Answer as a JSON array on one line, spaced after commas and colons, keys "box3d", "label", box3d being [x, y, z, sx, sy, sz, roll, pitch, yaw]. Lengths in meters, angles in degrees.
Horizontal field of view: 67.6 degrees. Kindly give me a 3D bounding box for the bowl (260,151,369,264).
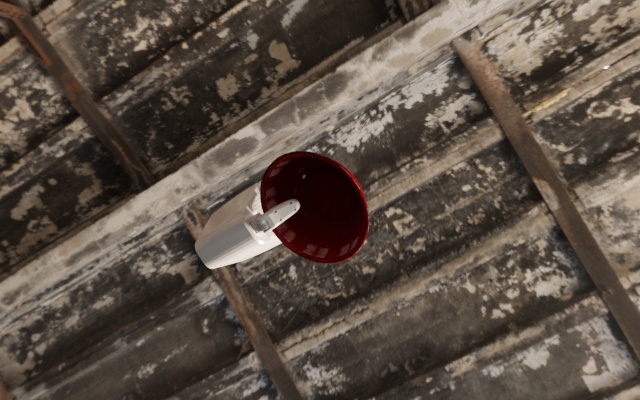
[{"box3d": [0.001, 0.002, 0.642, 0.162, 0.162, 0.055, 0, 24, 31], "label": "bowl"}]
